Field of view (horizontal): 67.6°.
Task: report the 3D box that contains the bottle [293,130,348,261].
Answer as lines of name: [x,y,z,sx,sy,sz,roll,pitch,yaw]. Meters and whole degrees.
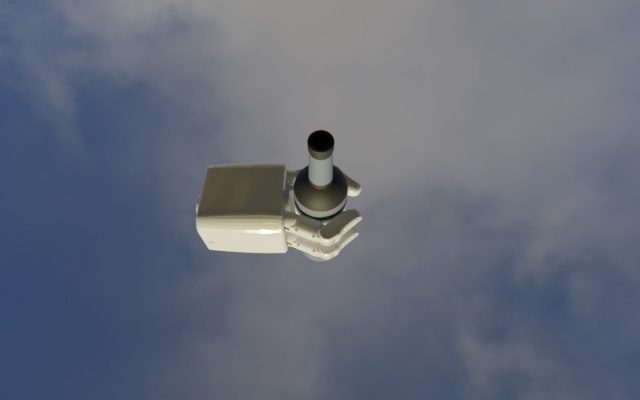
bottle: [0.000,0.002,0.612,0.069,0.069,0.296,0,-25,0]
